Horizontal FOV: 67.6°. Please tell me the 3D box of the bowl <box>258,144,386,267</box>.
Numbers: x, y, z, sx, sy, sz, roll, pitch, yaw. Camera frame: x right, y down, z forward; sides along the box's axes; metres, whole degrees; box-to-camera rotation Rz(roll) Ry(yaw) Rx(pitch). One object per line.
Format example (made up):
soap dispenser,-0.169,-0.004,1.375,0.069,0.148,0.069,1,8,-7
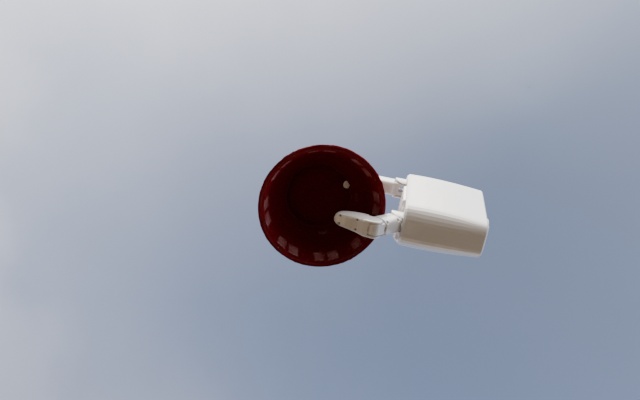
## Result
bowl,-0.001,0.001,0.620,0.162,0.162,0.055,0,18,-7
